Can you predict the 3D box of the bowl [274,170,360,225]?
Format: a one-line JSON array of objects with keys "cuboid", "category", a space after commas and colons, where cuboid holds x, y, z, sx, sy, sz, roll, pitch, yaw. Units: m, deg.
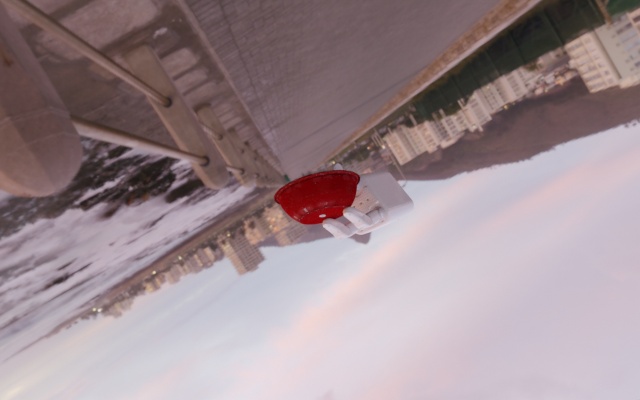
[{"cuboid": [-0.001, 0.003, 0.862, 0.162, 0.055, 0.162, -13, -18, -4], "category": "bowl"}]
